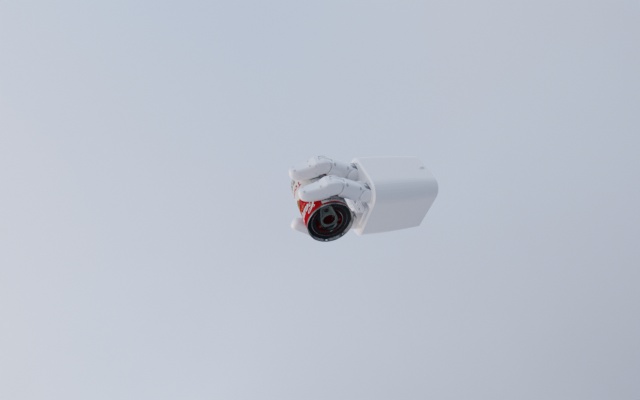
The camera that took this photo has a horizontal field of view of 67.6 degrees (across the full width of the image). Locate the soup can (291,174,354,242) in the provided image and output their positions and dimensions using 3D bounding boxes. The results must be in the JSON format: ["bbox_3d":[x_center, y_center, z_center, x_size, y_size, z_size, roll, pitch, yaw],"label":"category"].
[{"bbox_3d":[0.000,0.002,0.699,0.068,0.068,0.102,0,35,-20],"label":"soup can"}]
